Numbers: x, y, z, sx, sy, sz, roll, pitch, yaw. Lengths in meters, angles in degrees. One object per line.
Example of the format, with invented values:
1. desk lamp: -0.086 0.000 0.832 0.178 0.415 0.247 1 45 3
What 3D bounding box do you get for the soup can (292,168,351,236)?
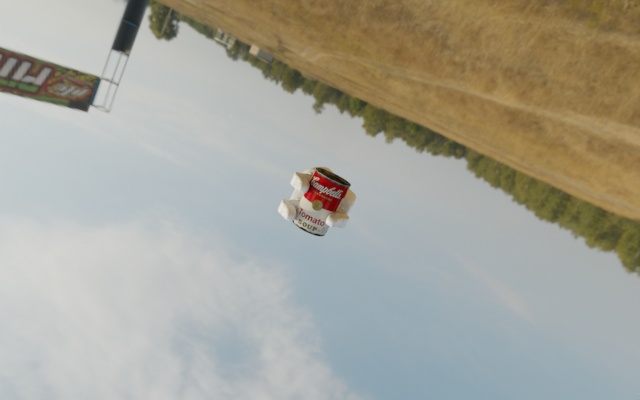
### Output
1. soup can: 0.000 0.003 0.832 0.068 0.102 0.068 25 13 -6
